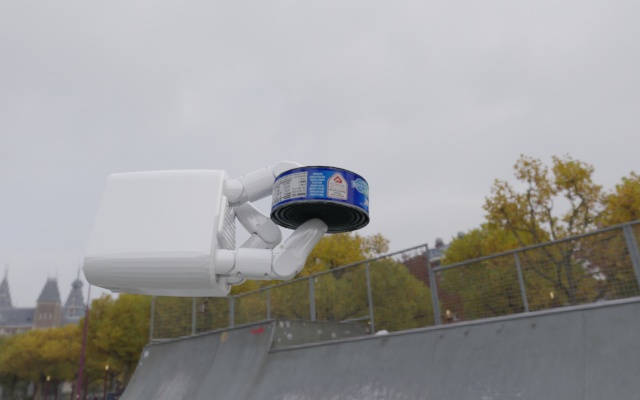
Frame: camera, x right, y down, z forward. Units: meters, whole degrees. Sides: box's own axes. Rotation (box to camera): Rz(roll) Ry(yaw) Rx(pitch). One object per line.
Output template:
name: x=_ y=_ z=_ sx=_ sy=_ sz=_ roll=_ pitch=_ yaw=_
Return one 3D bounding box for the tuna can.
tuna can: x=0.000 y=0.001 z=0.415 sx=0.086 sy=0.033 sz=0.086 roll=2 pitch=-20 yaw=1
